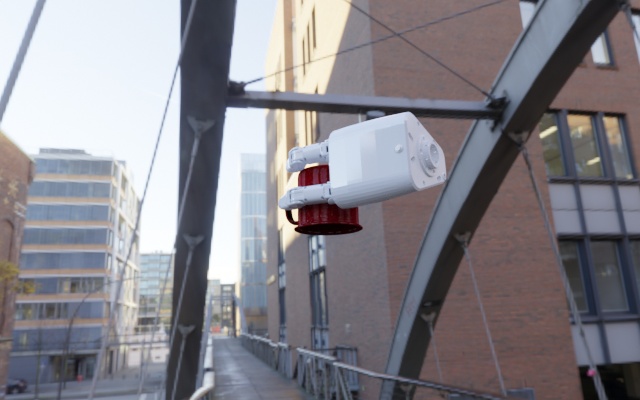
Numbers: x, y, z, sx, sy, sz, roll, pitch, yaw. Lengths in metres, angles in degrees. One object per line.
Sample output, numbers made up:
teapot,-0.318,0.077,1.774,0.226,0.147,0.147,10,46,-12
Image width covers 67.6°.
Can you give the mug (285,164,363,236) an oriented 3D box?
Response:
mug,-0.001,0.002,0.658,0.117,0.081,0.093,-11,-16,35
